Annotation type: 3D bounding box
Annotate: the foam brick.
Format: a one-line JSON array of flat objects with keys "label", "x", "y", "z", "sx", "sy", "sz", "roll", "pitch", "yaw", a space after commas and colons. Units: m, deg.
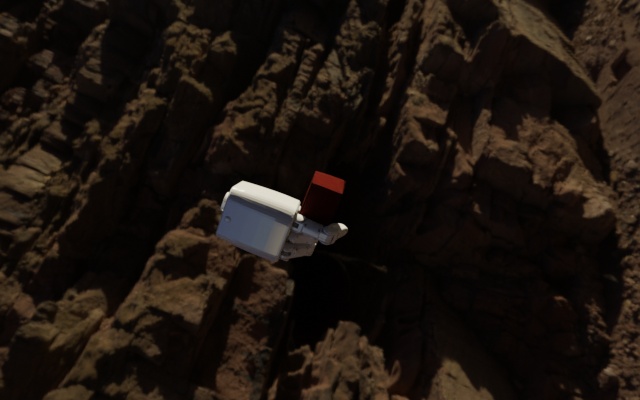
[{"label": "foam brick", "x": 0.000, "y": 0.002, "z": 0.750, "sx": 0.051, "sy": 0.078, "sz": 0.053, "roll": 22, "pitch": 25, "yaw": -2}]
